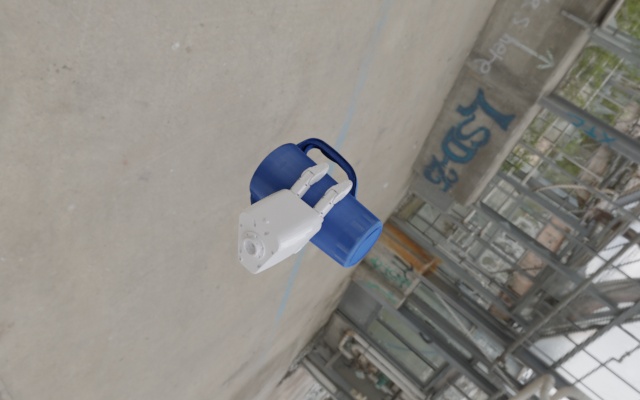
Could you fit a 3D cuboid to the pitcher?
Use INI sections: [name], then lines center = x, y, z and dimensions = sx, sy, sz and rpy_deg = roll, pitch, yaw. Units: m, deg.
[pitcher]
center = 0.000, 0.003, 0.893
dimensions = 0.242, 0.149, 0.145
rpy_deg = 39, 38, 19
